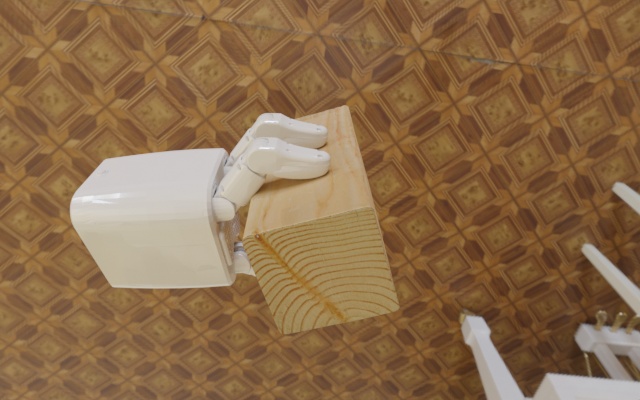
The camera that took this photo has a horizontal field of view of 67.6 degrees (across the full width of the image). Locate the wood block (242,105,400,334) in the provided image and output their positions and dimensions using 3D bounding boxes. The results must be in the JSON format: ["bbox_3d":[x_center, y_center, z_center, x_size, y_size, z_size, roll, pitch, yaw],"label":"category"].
[{"bbox_3d":[0.000,0.002,0.410,0.090,0.091,0.206,-14,29,6],"label":"wood block"}]
